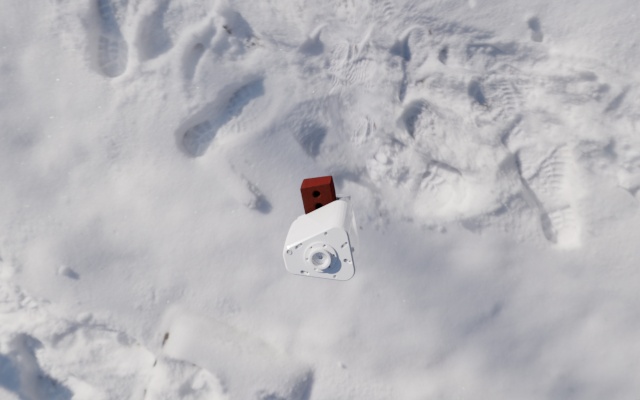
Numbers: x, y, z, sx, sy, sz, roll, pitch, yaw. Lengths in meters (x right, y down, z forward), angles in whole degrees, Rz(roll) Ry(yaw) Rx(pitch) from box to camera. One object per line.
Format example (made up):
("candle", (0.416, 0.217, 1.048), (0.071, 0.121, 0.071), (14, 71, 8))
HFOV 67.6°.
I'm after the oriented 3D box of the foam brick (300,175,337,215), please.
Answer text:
("foam brick", (0.000, 0.002, 0.818), (0.053, 0.078, 0.051), (-9, 18, 9))
